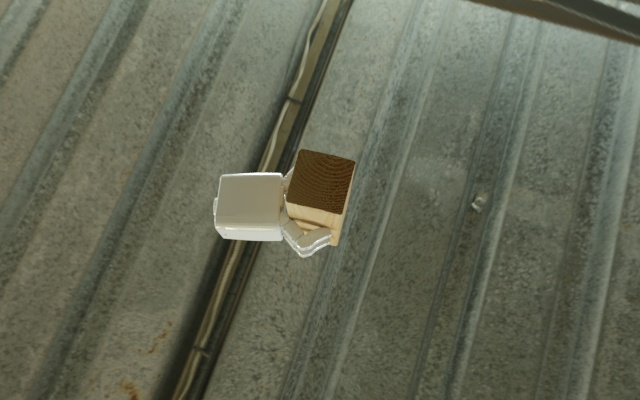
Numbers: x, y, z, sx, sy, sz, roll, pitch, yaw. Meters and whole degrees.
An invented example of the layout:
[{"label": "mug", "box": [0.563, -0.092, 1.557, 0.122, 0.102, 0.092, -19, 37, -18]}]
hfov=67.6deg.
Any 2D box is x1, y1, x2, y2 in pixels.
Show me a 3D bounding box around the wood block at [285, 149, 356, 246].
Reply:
[{"label": "wood block", "box": [0.000, 0.002, 0.803, 0.090, 0.090, 0.206, 13, -17, 4]}]
